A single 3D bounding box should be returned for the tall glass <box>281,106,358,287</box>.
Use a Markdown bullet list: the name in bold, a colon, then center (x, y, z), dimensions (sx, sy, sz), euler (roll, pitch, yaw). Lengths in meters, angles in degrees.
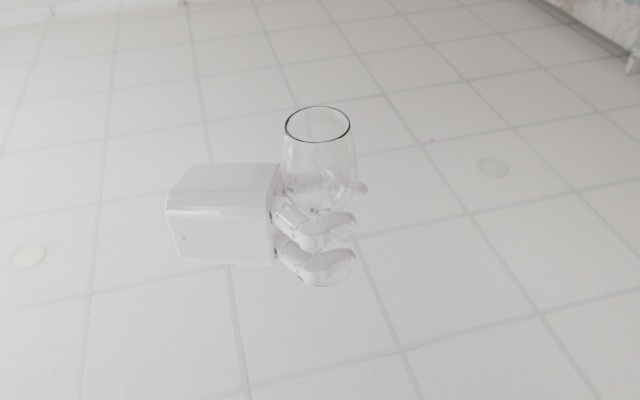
- **tall glass**: center (0.000, 0.002, 0.510), dimensions (0.079, 0.201, 0.079), euler (-1, 43, 1)
